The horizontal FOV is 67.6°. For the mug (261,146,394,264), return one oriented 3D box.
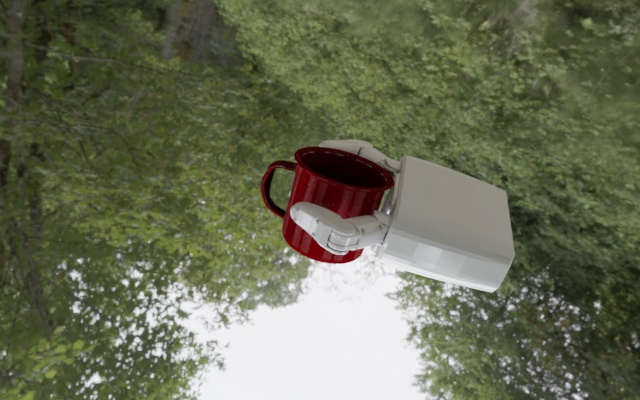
[{"bbox_3d":[-0.001,0.001,0.444,0.117,0.081,0.093,17,23,2],"label":"mug"}]
